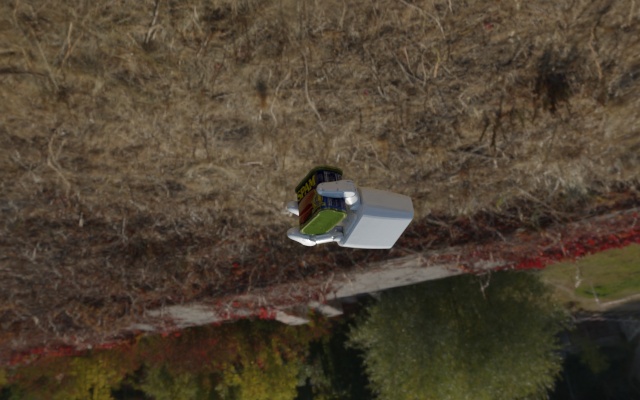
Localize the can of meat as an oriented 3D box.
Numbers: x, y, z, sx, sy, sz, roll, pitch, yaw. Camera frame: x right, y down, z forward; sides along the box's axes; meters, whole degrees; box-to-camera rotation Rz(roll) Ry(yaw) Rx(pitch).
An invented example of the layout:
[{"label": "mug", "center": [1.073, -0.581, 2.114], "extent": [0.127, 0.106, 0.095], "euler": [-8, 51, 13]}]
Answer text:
[{"label": "can of meat", "center": [0.000, 0.003, 0.810], "extent": [0.057, 0.084, 0.102], "euler": [9, -31, -27]}]
